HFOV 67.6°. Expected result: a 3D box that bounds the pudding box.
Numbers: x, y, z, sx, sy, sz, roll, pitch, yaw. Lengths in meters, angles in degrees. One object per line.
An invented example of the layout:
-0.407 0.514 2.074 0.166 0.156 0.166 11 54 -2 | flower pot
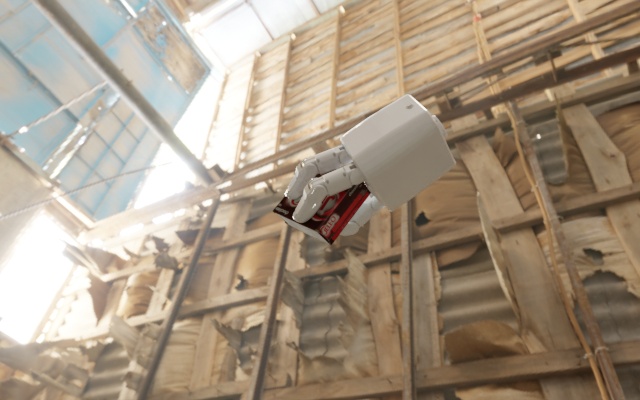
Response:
0.000 0.002 0.633 0.039 0.090 0.113 48 -17 -31 | pudding box
